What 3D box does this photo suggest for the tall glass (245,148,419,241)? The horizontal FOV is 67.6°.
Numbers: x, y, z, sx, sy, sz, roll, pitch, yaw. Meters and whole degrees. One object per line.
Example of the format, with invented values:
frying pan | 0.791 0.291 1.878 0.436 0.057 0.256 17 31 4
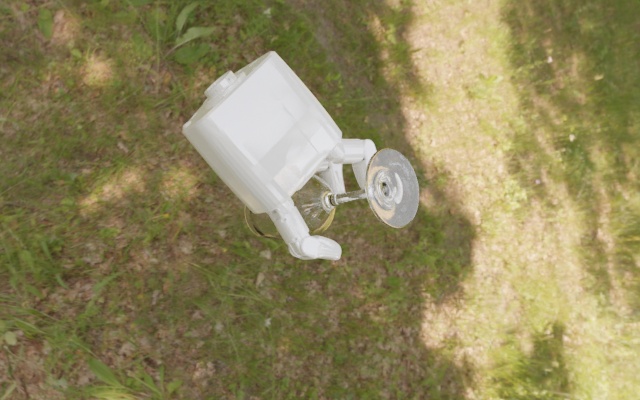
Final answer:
tall glass | 0.001 0.002 0.504 0.079 0.079 0.201 0 -8 -42
